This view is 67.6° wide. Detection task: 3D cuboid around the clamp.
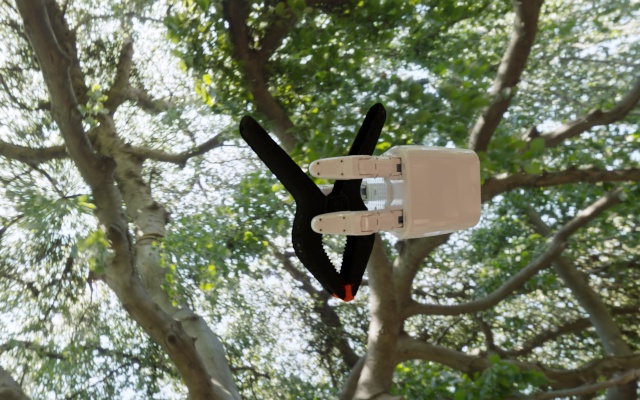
[{"bbox_3d":[0.000,0.002,0.494,0.164,0.210,0.036,-3,2,-25],"label":"clamp"}]
